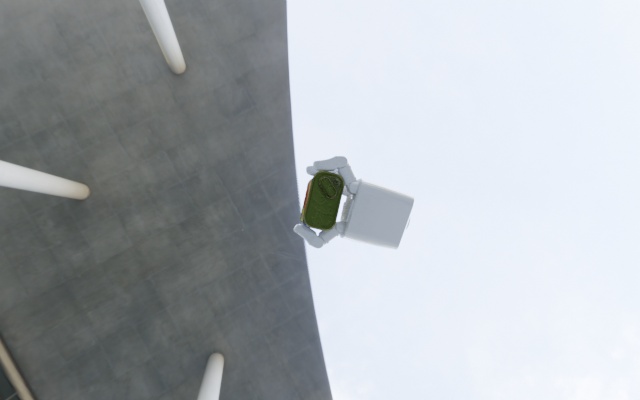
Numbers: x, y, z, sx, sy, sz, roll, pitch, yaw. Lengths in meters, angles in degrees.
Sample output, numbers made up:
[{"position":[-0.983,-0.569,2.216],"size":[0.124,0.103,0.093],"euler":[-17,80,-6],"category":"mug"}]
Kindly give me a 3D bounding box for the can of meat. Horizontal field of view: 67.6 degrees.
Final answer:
[{"position":[0.000,0.003,0.859],"size":[0.057,0.102,0.084],"euler":[14,-5,-8],"category":"can of meat"}]
